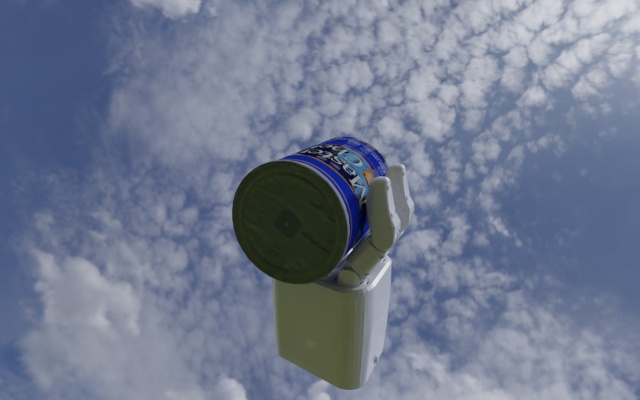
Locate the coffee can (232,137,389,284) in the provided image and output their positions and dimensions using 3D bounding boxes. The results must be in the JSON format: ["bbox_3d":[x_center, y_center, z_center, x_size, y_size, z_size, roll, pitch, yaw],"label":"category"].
[{"bbox_3d":[0.000,0.001,0.439,0.103,0.103,0.140,0,15,24],"label":"coffee can"}]
